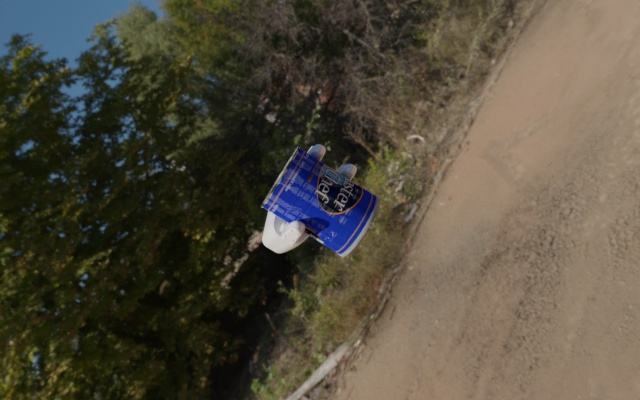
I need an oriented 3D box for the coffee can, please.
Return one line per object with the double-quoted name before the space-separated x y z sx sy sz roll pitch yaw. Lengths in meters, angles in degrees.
"coffee can" 0.000 0.002 0.691 0.140 0.103 0.103 32 -4 -7
